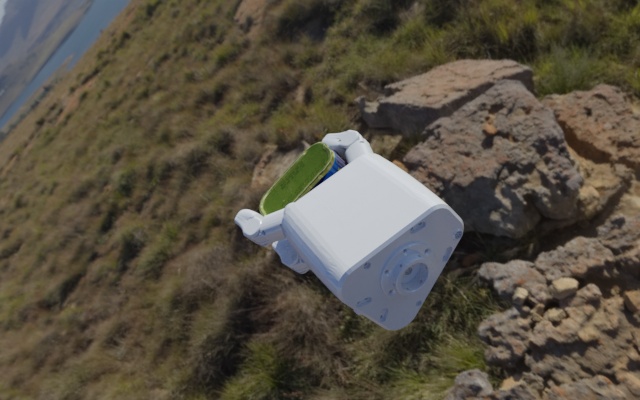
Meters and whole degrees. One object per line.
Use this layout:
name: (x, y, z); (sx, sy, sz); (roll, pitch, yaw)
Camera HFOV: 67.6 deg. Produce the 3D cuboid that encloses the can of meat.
can of meat: (0.000, 0.001, 0.494); (0.084, 0.102, 0.057); (38, 8, -36)
